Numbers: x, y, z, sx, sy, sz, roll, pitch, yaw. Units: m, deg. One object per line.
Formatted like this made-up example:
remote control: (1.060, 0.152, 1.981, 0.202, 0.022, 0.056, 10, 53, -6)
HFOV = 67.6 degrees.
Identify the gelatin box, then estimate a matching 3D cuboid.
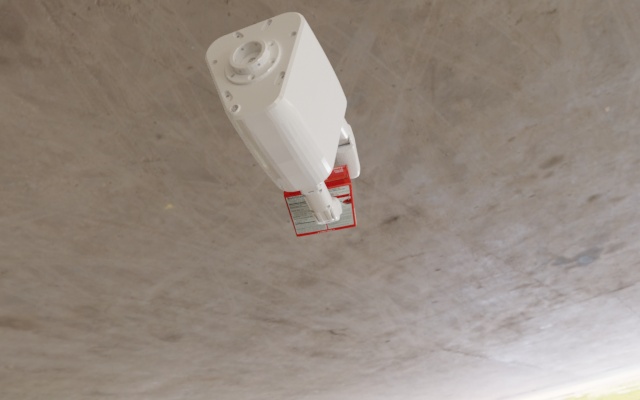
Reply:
gelatin box: (0.000, 0.002, 0.539, 0.073, 0.030, 0.089, -11, -36, 1)
